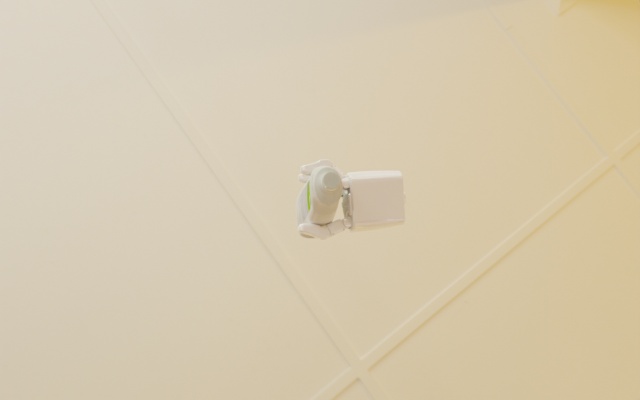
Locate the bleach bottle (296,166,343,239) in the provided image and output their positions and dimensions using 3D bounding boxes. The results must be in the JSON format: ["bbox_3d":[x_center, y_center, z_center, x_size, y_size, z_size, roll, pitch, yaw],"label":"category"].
[{"bbox_3d":[0.000,0.003,0.899,0.068,0.102,0.251,-5,-12,-10],"label":"bleach bottle"}]
